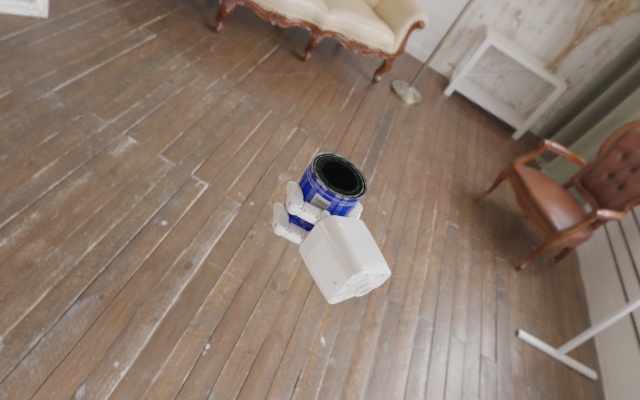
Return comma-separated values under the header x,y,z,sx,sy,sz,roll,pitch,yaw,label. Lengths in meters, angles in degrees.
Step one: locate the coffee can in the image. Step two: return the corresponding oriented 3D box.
x,y,z,sx,sy,sz,roll,pitch,yaw,label
0.000,0.003,0.808,0.103,0.102,0.140,0,-40,-36,coffee can
